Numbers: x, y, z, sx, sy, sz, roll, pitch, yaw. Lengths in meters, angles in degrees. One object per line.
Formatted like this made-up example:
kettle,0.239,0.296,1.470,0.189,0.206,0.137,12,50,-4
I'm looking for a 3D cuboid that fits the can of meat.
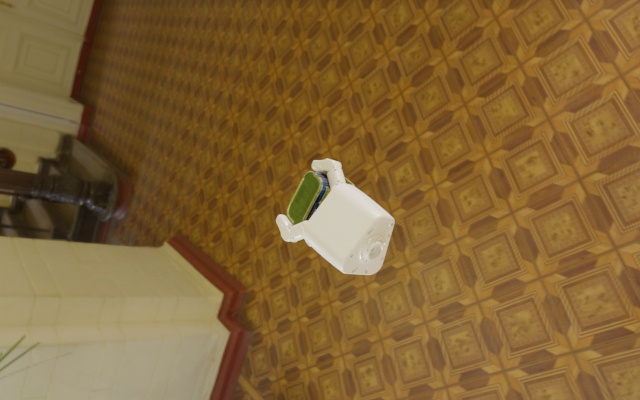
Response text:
can of meat,0.000,0.003,0.833,0.084,0.102,0.057,11,24,-43
